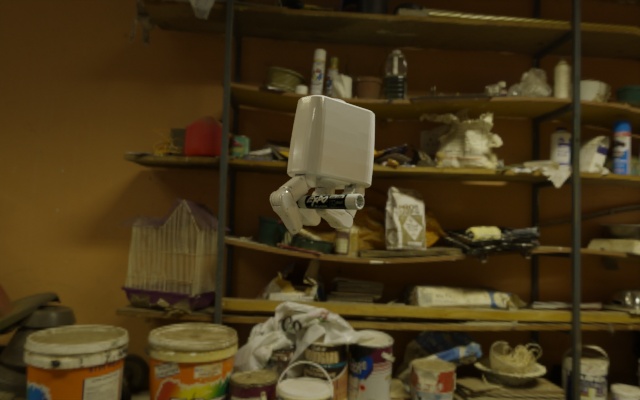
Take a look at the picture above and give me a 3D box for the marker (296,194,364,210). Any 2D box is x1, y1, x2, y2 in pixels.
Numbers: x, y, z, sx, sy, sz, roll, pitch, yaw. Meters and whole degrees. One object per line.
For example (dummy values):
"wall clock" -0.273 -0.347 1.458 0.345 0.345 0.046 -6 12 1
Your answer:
"marker" 0.000 0.002 0.592 0.121 0.020 0.020 -1 0 41
